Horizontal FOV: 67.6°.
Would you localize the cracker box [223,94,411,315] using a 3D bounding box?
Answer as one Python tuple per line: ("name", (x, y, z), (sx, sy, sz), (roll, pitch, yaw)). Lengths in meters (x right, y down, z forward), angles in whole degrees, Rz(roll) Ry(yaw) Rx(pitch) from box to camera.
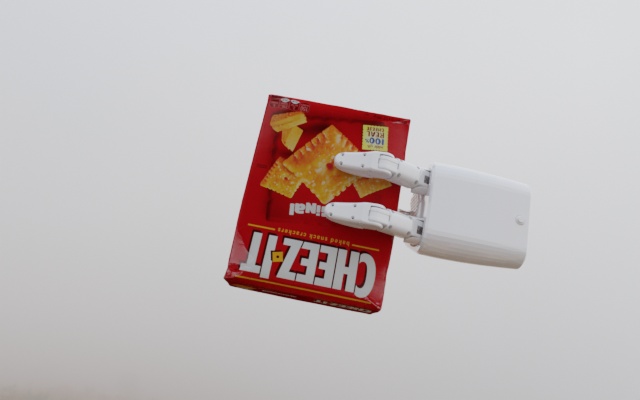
("cracker box", (0.000, 0.002, 0.524), (0.164, 0.213, 0.072), (11, -16, 0))
